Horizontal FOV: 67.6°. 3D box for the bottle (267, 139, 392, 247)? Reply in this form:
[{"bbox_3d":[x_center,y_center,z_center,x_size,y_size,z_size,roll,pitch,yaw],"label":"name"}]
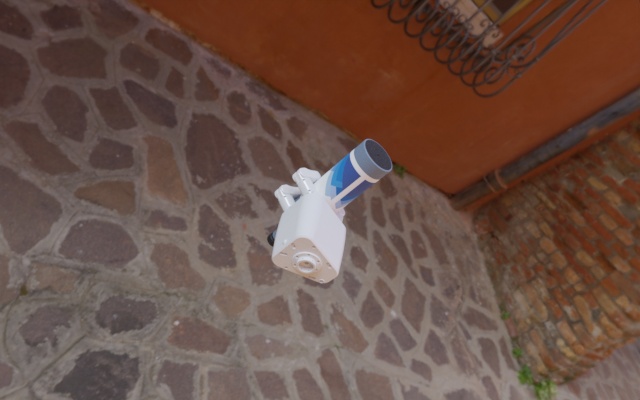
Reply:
[{"bbox_3d":[0.000,0.003,0.867,0.296,0.069,0.069,-39,-24,33],"label":"bottle"}]
